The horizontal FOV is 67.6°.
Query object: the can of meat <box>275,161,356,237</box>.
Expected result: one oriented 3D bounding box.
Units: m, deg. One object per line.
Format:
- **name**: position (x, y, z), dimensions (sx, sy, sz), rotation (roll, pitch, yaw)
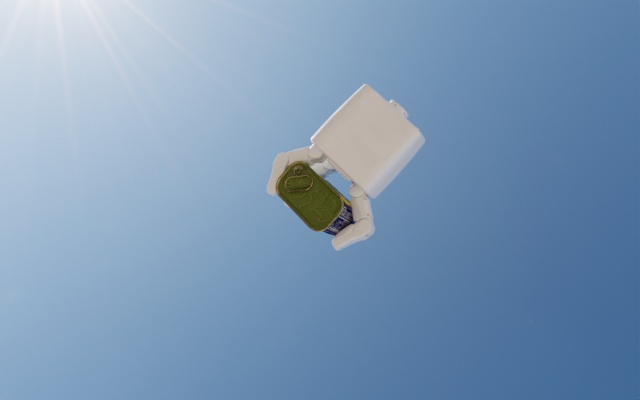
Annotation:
- **can of meat**: position (0.000, 0.002, 0.649), dimensions (0.102, 0.057, 0.084), rotation (44, 7, 26)
